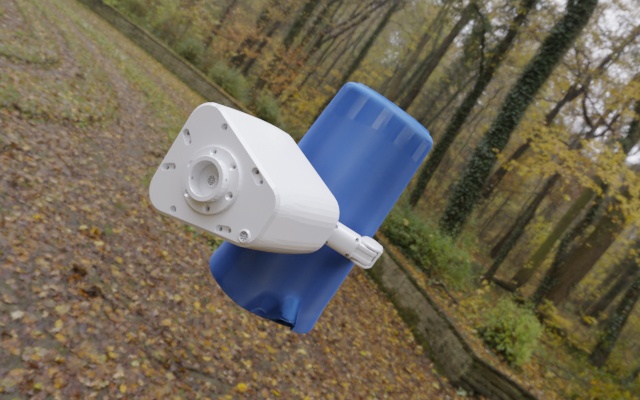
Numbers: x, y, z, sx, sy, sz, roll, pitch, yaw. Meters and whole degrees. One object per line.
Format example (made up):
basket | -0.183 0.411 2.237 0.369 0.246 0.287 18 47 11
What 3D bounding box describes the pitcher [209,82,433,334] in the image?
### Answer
pitcher | 0.000 0.002 0.505 0.149 0.243 0.145 39 10 21
